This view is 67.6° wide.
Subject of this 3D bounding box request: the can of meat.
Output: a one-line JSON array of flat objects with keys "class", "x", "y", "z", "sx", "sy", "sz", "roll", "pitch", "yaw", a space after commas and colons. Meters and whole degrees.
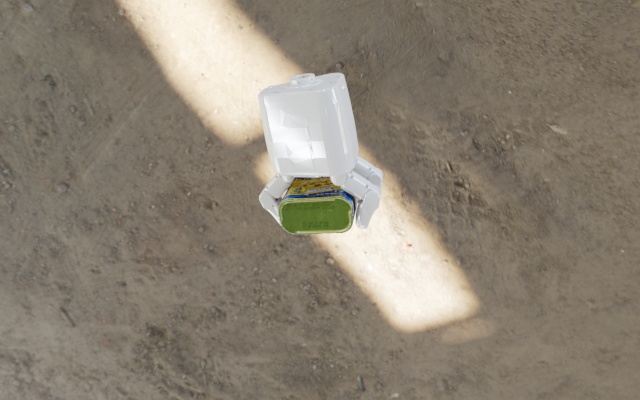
[{"class": "can of meat", "x": 0.000, "y": 0.002, "z": 0.639, "sx": 0.102, "sy": 0.057, "sz": 0.084, "roll": -3, "pitch": 26, "yaw": 12}]
